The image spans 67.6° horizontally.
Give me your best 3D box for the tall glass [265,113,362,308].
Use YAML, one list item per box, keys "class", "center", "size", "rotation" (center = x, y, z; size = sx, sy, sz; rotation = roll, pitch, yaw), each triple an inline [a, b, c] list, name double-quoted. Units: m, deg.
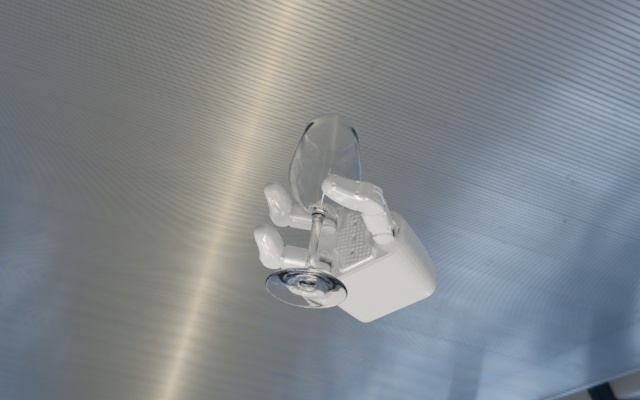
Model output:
- class: "tall glass"
  center: [0.000, 0.002, 0.485]
  size: [0.079, 0.201, 0.079]
  rotation: [6, -37, 4]
